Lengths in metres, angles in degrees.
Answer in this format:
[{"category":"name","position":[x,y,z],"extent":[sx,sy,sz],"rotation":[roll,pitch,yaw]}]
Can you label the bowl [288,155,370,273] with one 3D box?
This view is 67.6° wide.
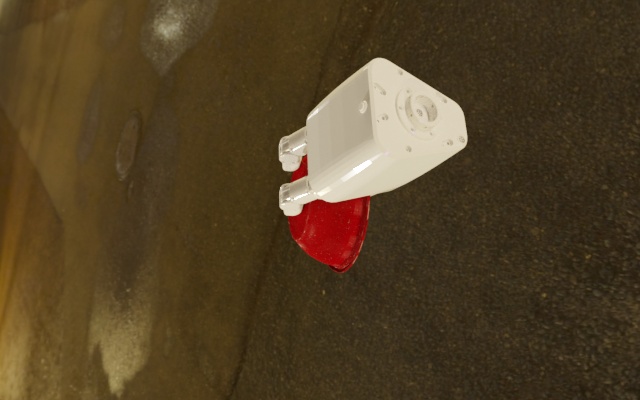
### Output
[{"category":"bowl","position":[-0.001,0.003,0.555],"extent":[0.055,0.162,0.162],"rotation":[4,-1,-18]}]
